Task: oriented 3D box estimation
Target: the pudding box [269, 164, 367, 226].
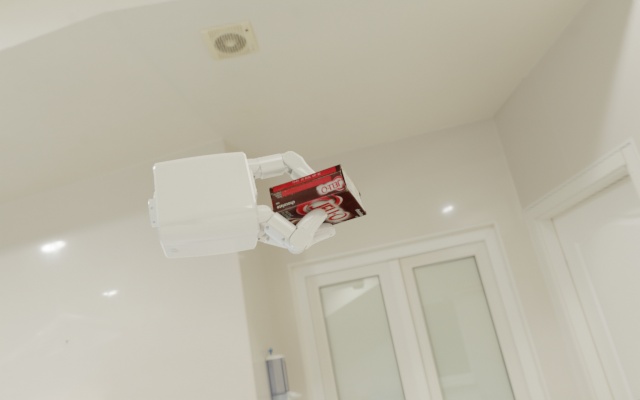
[{"bbox_3d":[0.000,0.002,0.582,0.090,0.039,0.113,-17,-18,12],"label":"pudding box"}]
